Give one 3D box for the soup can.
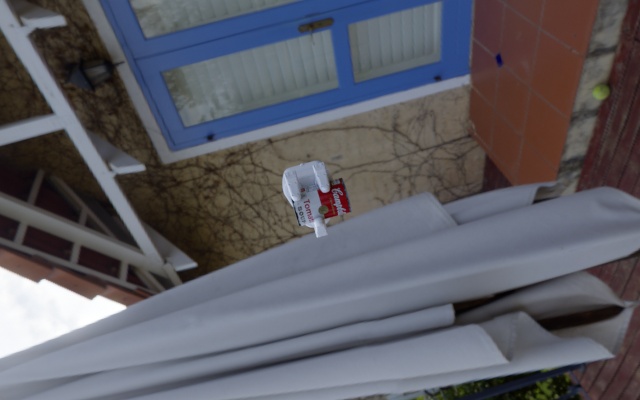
[{"bbox_3d":[0.000,0.003,0.892,0.102,0.068,0.068,-15,0,-2],"label":"soup can"}]
